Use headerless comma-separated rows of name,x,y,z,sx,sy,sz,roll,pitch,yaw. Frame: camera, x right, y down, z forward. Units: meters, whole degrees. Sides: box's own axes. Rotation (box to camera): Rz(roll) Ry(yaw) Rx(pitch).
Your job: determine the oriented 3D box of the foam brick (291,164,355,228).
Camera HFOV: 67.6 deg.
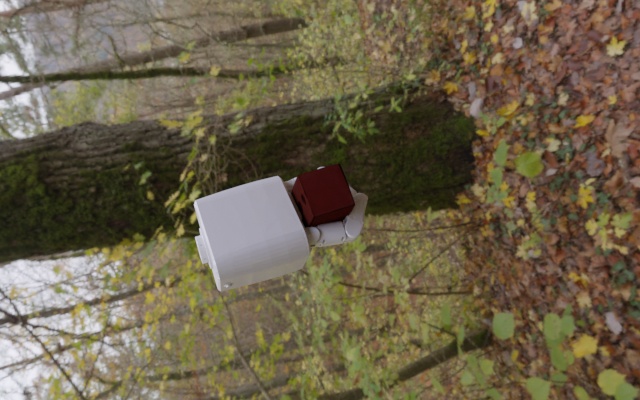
foam brick,0.000,0.002,0.550,0.051,0.053,0.078,-15,-18,-17
